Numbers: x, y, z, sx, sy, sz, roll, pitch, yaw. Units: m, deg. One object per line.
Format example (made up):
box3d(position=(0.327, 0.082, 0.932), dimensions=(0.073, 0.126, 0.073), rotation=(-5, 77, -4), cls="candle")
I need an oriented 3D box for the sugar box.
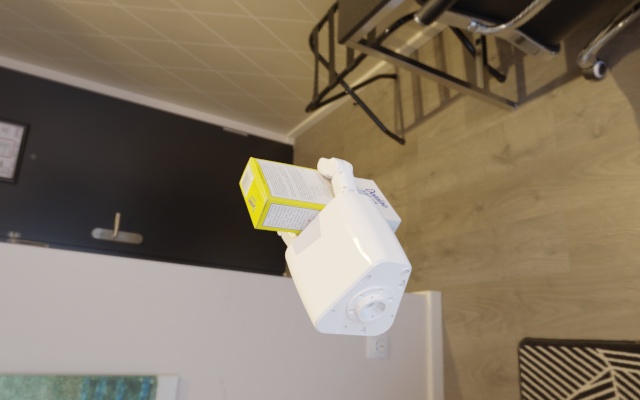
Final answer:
box3d(position=(0.000, 0.002, 0.570), dimensions=(0.176, 0.048, 0.093), rotation=(12, 30, -28), cls="sugar box")
